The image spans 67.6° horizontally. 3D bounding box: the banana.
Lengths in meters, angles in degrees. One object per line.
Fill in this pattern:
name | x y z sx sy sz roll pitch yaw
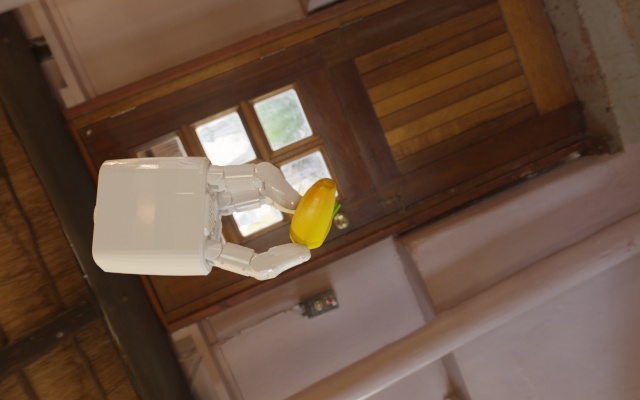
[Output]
banana | -0.007 0.019 0.497 0.037 0.069 0.198 23 -4 4
